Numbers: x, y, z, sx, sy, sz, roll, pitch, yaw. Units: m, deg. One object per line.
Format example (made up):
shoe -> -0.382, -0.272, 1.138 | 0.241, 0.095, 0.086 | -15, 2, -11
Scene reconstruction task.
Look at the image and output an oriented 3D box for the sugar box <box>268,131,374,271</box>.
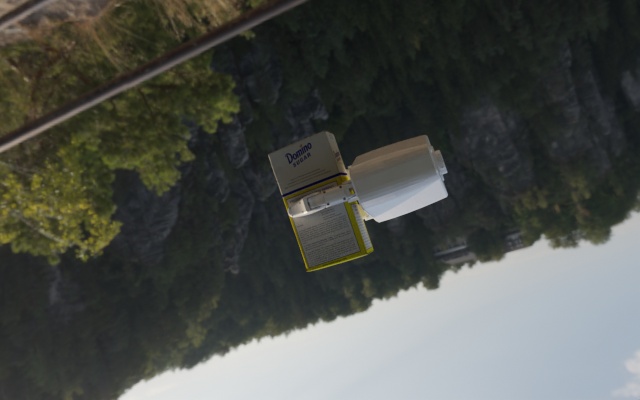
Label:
sugar box -> 0.000, 0.002, 0.664 | 0.093, 0.176, 0.048 | -19, -7, 19
